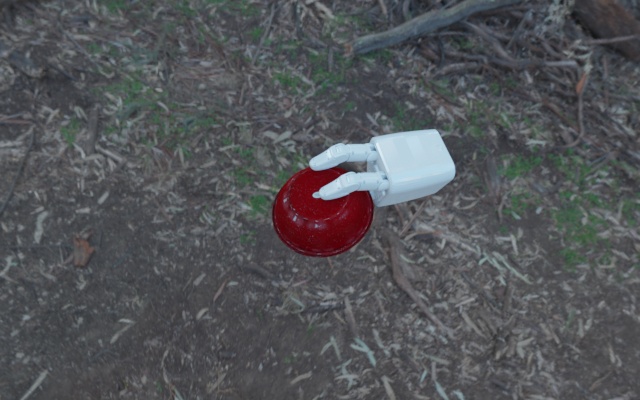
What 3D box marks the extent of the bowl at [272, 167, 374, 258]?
[{"bbox_3d":[-0.001,0.003,0.727,0.162,0.162,0.055,0,-29,8],"label":"bowl"}]
